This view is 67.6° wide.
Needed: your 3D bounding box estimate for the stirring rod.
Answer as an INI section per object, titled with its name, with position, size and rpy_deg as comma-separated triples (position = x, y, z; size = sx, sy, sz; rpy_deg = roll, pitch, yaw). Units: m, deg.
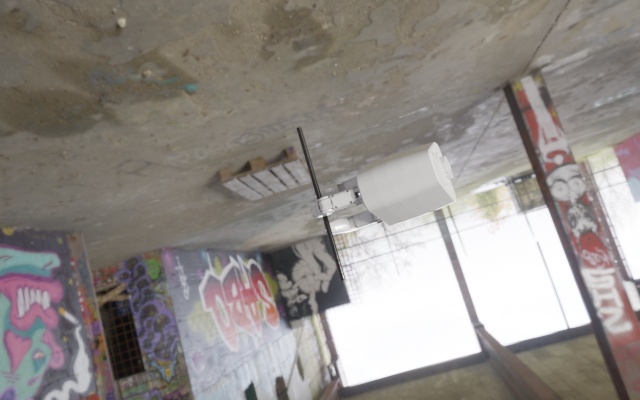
[stirring rod]
position = 0.000, 0.002, 0.715
size = 0.011, 0.239, 0.011
rpy_deg = -16, -9, -3
